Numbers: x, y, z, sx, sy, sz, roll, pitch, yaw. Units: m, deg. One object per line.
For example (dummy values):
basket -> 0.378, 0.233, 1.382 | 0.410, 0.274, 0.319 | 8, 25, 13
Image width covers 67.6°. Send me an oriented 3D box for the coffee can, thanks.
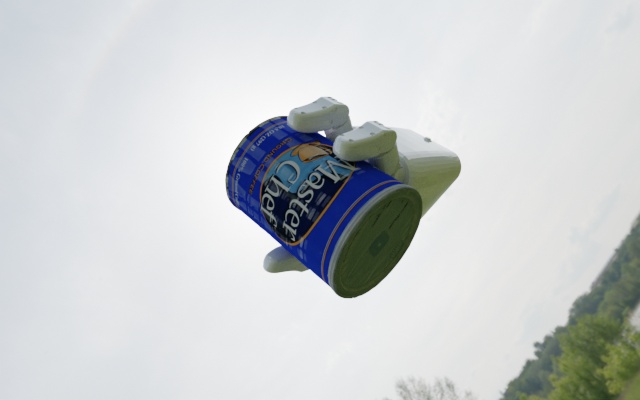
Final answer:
coffee can -> 0.000, 0.001, 0.410 | 0.140, 0.103, 0.103 | 36, 22, 33
